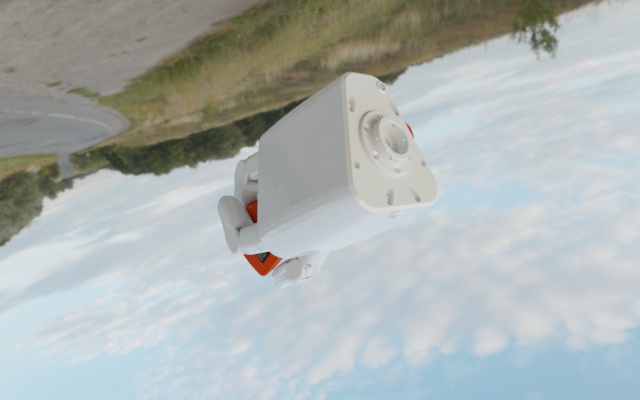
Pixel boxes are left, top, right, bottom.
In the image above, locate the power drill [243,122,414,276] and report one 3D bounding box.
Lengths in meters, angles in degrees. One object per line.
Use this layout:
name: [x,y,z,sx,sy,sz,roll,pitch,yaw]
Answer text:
power drill: [0.000,0.002,0.511,0.187,0.057,0.184,-36,-11,-28]
